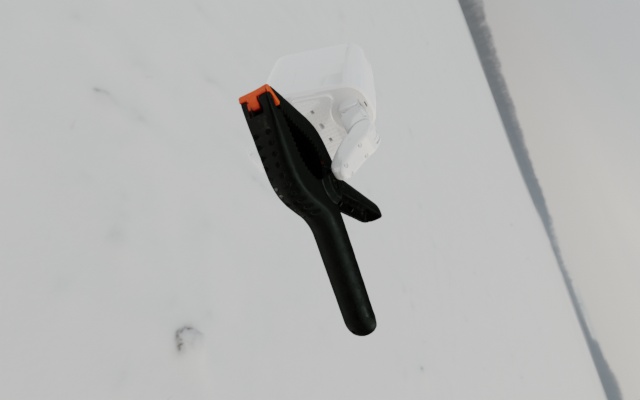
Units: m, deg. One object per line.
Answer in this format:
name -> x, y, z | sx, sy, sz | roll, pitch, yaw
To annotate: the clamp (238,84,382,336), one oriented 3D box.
clamp -> 0.001, 0.001, 0.401 | 0.036, 0.164, 0.210 | -22, -53, 22
